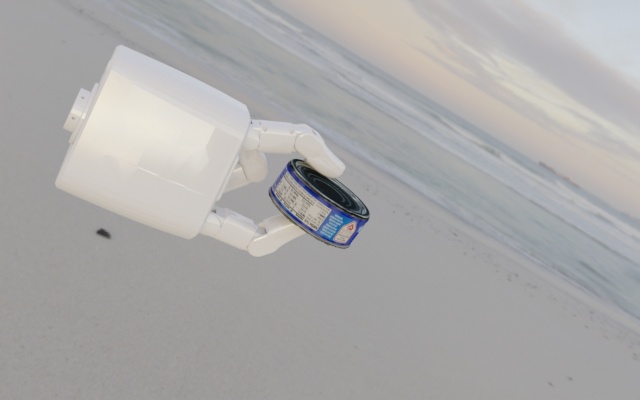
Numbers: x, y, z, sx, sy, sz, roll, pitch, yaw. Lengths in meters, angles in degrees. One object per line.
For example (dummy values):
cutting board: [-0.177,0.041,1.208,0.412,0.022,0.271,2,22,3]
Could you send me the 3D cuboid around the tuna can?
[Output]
tuna can: [0.000,0.001,0.410,0.086,0.034,0.086,33,14,-10]
